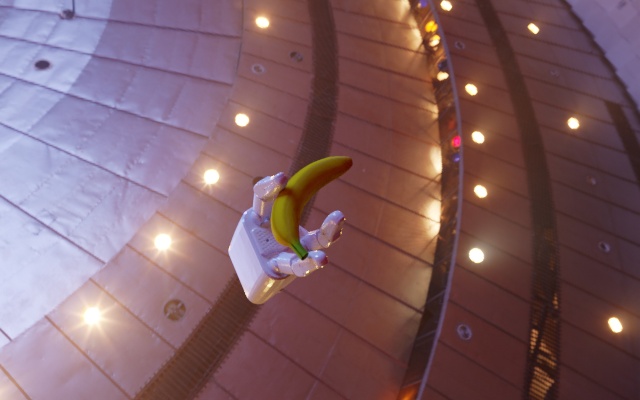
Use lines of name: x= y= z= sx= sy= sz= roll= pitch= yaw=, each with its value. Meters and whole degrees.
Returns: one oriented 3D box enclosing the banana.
banana: x=-0.017 y=-0.005 z=0.631 sx=0.069 sy=0.197 sz=0.037 roll=30 pitch=-42 yaw=-3
